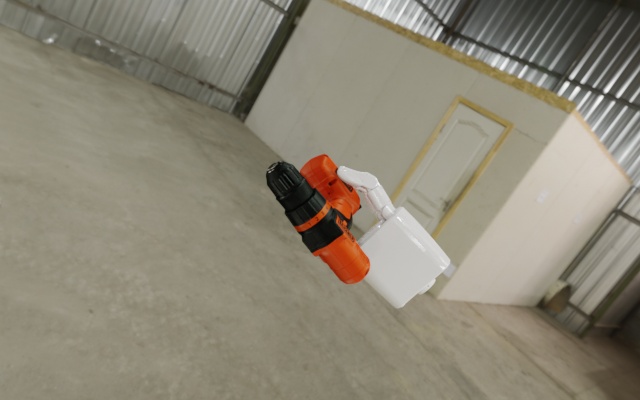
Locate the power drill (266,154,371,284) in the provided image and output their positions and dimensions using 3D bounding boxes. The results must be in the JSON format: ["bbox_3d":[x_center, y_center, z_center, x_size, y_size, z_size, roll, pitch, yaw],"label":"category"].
[{"bbox_3d":[0.000,0.002,0.648,0.057,0.184,0.187,-30,18,17],"label":"power drill"}]
